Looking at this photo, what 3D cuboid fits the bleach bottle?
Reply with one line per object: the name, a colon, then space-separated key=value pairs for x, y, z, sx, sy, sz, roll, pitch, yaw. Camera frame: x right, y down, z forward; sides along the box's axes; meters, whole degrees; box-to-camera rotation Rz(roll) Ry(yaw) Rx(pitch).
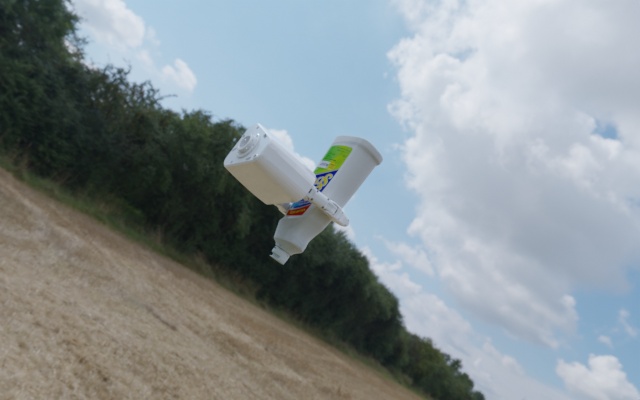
bleach bottle: x=0.000 y=0.003 z=0.831 sx=0.068 sy=0.251 sz=0.102 roll=43 pitch=-14 yaw=-33
